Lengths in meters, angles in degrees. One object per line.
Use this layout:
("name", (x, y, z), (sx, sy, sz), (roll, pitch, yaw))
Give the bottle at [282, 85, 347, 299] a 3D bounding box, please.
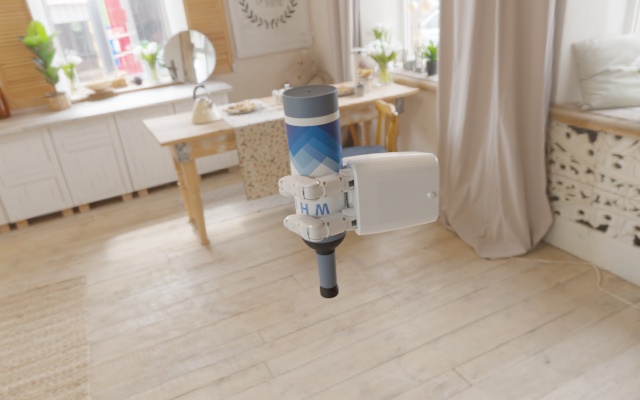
("bottle", (0.000, 0.002, 0.630), (0.069, 0.296, 0.069), (-5, 25, 2))
